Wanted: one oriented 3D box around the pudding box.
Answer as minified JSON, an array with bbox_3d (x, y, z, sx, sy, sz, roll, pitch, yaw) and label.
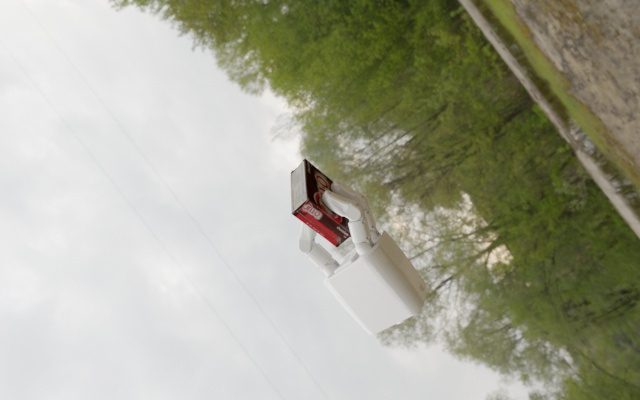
[{"bbox_3d":[0.000,0.002,0.690,0.090,0.039,0.113,39,21,-27],"label":"pudding box"}]
